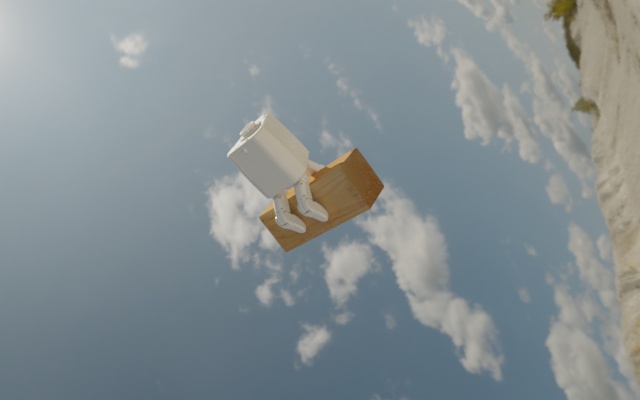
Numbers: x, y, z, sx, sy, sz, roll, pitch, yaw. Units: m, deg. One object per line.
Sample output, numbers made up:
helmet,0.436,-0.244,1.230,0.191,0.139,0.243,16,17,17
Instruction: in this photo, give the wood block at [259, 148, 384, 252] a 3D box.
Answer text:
wood block,0.000,0.002,0.868,0.206,0.090,0.090,-30,13,35
